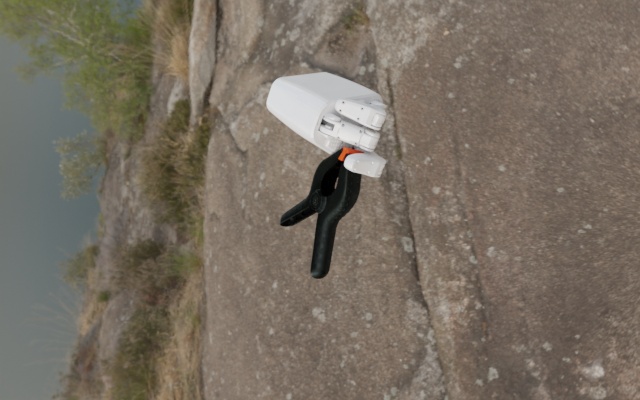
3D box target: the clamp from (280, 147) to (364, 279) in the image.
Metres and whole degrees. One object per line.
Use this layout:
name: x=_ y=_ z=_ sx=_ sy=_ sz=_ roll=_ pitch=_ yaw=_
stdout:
clamp: x=0.000 y=0.002 z=0.625 sx=0.039 sy=0.171 sz=0.120 roll=6 pitch=25 yaw=-44
